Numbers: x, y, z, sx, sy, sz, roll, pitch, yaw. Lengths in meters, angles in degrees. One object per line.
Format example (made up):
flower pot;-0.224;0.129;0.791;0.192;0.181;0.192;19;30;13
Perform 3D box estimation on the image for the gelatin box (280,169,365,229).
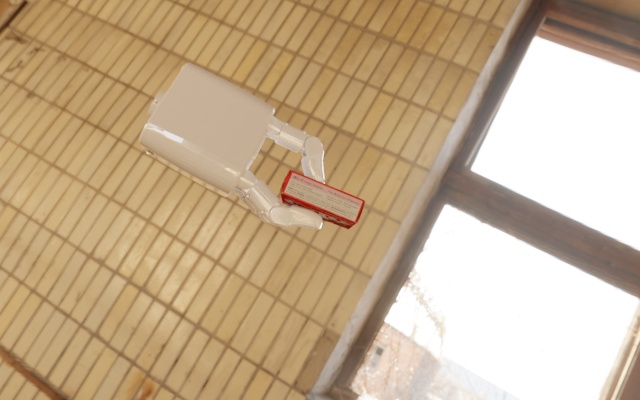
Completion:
gelatin box;0.001;0.001;0.532;0.089;0.030;0.073;22;-9;0
